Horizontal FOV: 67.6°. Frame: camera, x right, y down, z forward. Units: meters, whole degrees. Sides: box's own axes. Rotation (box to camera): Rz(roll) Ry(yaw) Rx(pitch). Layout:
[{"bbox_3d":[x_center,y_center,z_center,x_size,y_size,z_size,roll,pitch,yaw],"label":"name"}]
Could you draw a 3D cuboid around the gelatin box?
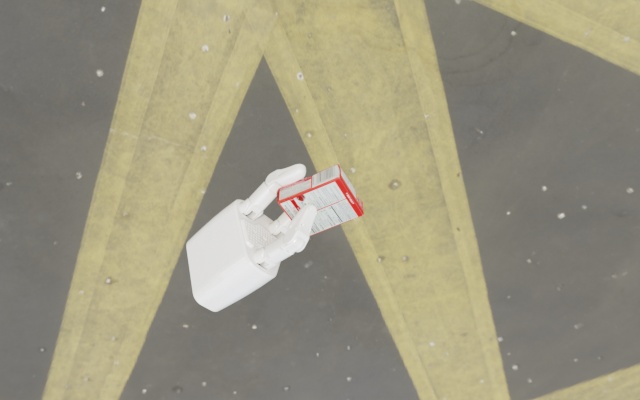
[{"bbox_3d":[0.000,0.002,0.605,0.089,0.030,0.073,-22,-50,17],"label":"gelatin box"}]
